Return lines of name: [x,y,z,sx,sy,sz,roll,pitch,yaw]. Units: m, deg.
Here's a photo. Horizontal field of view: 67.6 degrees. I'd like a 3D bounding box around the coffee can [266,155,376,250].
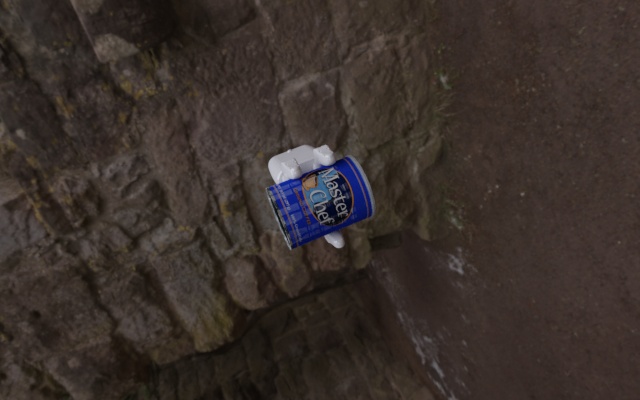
coffee can: [0.000,0.002,0.732,0.140,0.103,0.103,-22,4,-9]
